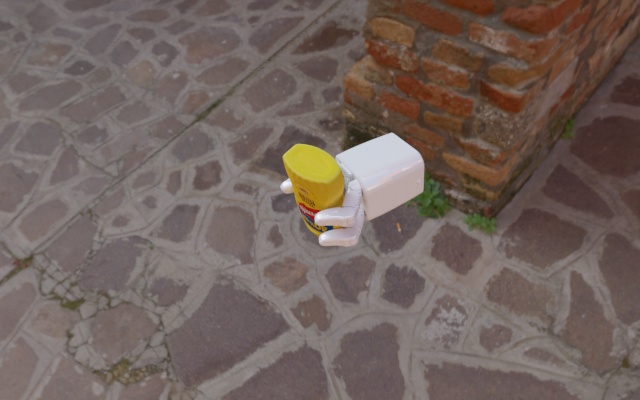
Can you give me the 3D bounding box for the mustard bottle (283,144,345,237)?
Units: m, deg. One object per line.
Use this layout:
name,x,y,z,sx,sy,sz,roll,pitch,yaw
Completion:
mustard bottle,0.000,0.002,0.750,0.096,0.058,0.192,31,-26,29
